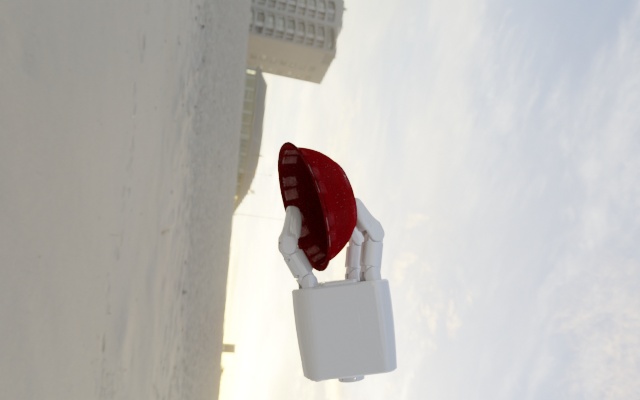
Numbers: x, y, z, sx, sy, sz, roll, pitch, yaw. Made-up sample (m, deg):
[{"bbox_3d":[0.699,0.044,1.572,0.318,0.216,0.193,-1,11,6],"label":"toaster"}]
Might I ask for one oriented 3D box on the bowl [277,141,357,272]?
[{"bbox_3d":[0.000,0.001,0.584,0.055,0.162,0.162,-16,5,-19],"label":"bowl"}]
